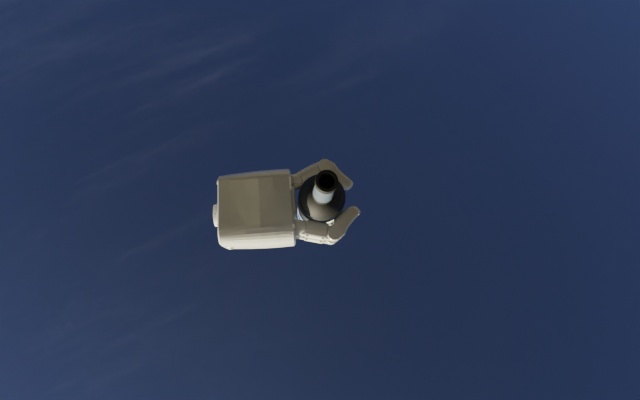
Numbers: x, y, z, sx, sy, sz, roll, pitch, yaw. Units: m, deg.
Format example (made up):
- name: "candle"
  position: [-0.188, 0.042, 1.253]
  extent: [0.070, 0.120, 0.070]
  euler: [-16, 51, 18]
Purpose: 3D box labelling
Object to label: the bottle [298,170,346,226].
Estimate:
- name: "bottle"
  position: [0.000, 0.002, 0.701]
  extent: [0.069, 0.069, 0.296]
  euler: [0, -10, -3]
